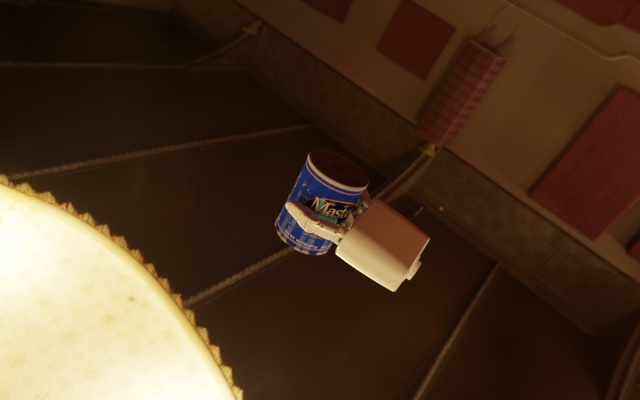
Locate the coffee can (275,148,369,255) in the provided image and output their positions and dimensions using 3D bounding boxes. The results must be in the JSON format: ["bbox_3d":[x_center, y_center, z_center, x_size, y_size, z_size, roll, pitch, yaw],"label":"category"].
[{"bbox_3d":[0.000,0.002,0.767,0.103,0.140,0.102,21,30,-13],"label":"coffee can"}]
